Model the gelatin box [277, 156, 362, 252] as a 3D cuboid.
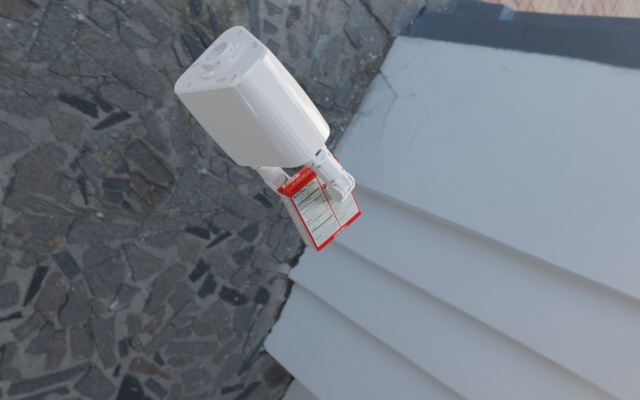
[{"bbox_3d":[0.000,0.002,0.546,0.073,0.089,0.030,-40,35,-21],"label":"gelatin box"}]
